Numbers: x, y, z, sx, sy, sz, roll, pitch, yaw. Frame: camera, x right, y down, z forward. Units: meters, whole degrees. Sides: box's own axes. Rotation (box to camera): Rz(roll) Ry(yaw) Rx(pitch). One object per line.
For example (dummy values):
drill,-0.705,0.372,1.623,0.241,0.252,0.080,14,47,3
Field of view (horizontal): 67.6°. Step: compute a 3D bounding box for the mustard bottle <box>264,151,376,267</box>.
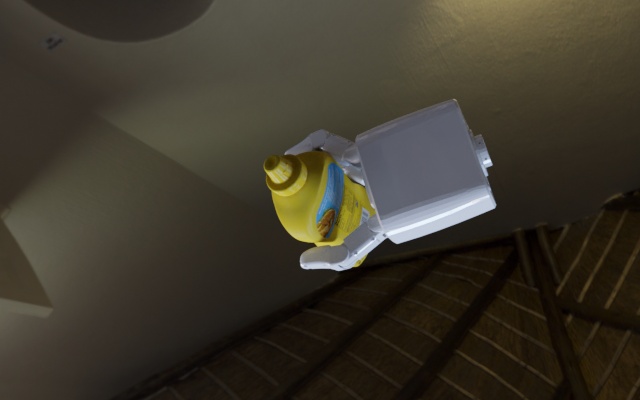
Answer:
mustard bottle,0.000,0.002,0.516,0.058,0.096,0.192,4,-20,31
